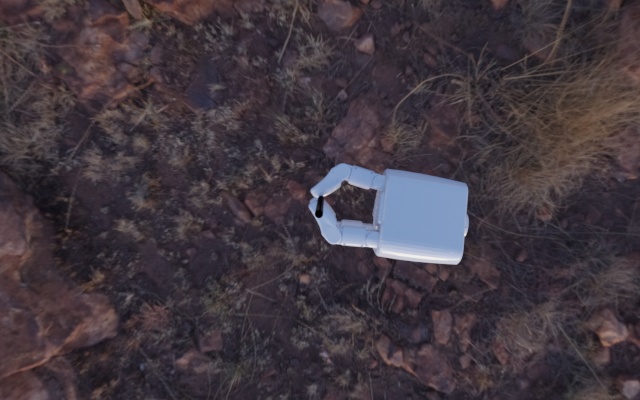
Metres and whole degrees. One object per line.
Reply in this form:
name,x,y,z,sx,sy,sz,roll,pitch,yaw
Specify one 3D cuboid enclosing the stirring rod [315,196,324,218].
stirring rod,0.000,0.002,0.574,0.011,0.011,0.239,0,5,1
